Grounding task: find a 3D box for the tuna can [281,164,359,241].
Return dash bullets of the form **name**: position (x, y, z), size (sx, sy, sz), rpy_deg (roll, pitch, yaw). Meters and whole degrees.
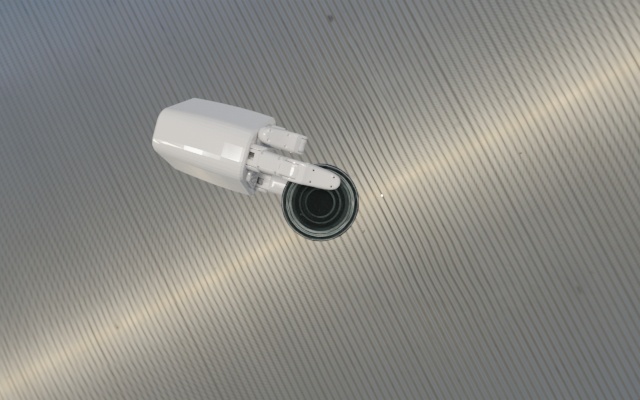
- **tuna can**: position (0.000, 0.002, 0.526), size (0.086, 0.086, 0.034), rpy_deg (0, 2, 2)
